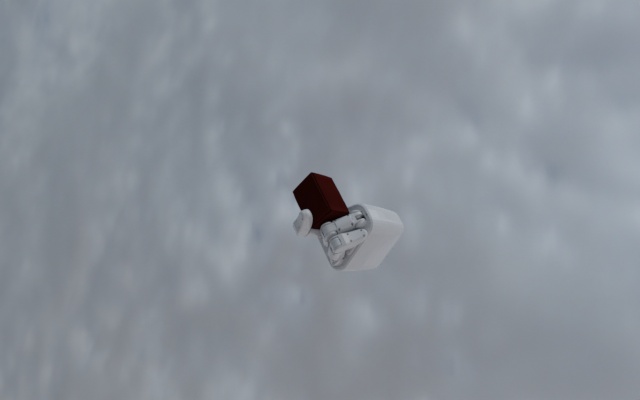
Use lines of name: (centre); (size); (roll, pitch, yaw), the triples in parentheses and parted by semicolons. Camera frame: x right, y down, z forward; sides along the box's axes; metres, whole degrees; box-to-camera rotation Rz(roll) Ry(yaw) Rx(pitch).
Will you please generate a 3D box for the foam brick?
foam brick: (0.000, 0.002, 0.778); (0.051, 0.078, 0.053); (9, -43, -49)
